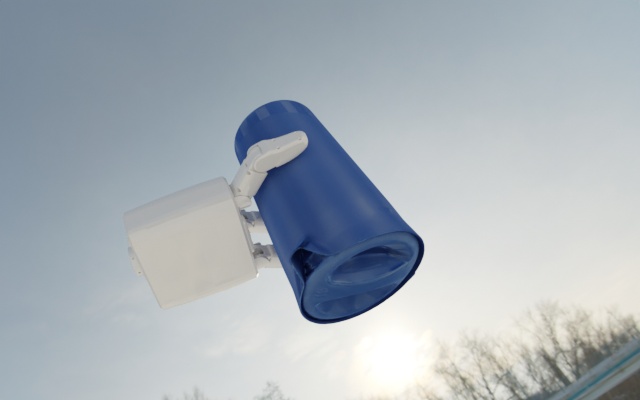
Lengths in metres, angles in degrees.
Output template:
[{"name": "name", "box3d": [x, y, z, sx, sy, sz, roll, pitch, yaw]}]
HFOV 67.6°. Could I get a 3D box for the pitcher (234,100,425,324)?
[{"name": "pitcher", "box3d": [0.000, 0.002, 0.524, 0.145, 0.242, 0.149, -21, -39, -13]}]
